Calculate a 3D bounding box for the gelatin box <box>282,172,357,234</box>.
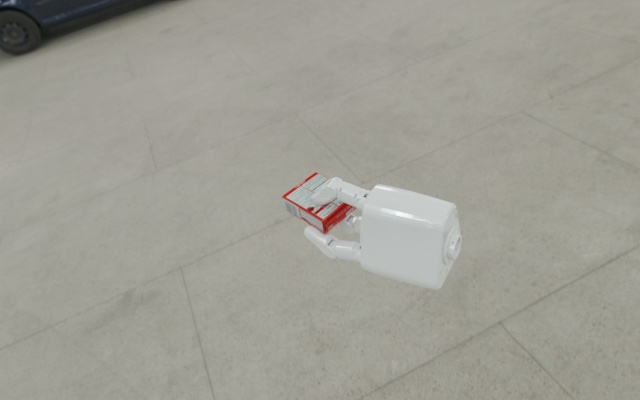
[{"bbox_3d":[0.000,0.002,0.696,0.089,0.030,0.073,29,54,35],"label":"gelatin box"}]
